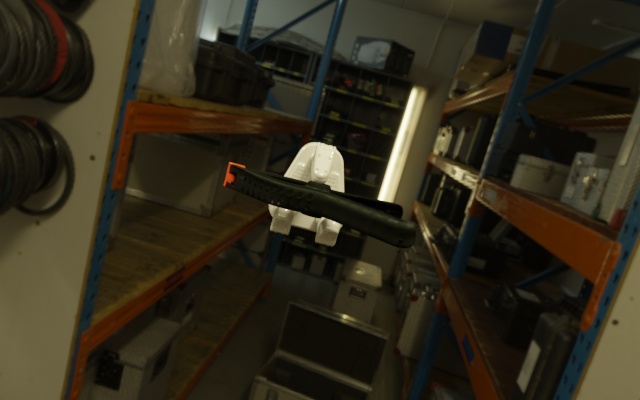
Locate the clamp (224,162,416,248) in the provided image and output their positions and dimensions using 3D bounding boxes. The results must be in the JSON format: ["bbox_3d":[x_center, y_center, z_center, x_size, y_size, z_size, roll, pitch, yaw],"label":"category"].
[{"bbox_3d":[0.000,0.001,0.501,0.210,0.036,0.164,15,6,-3],"label":"clamp"}]
